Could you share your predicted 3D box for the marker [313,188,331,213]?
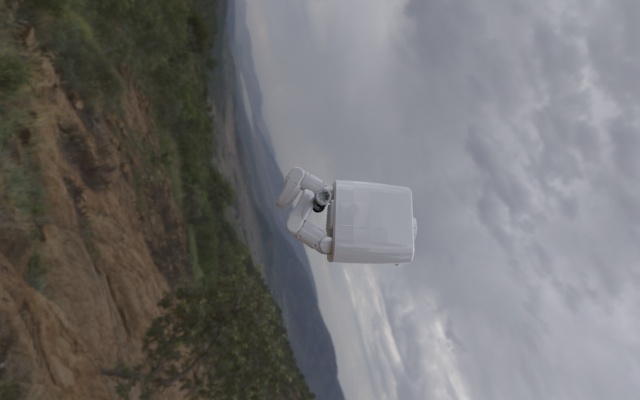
[{"bbox_3d":[0.000,0.002,0.622,0.020,0.020,0.121,0,-7,-3],"label":"marker"}]
